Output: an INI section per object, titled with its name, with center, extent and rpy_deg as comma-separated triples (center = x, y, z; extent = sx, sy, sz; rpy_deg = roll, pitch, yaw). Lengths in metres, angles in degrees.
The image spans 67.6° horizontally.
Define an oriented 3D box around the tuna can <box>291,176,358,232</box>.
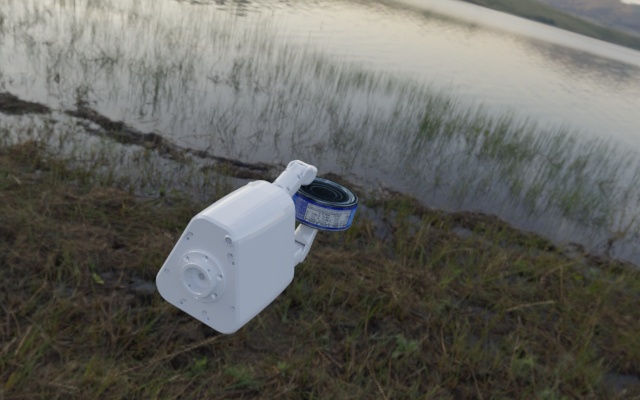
[tuna can]
center = 0.000, 0.001, 0.561
extent = 0.086, 0.034, 0.086
rpy_deg = 15, 21, -6
